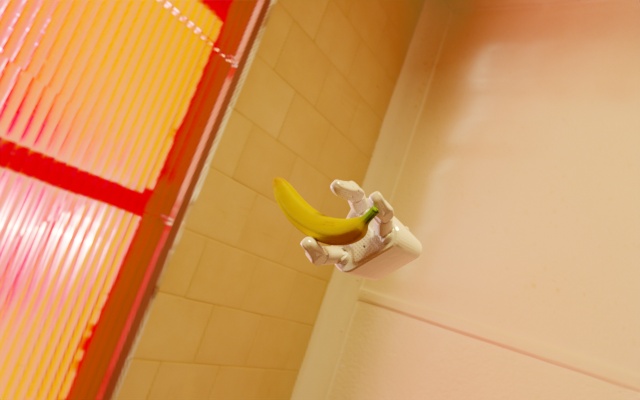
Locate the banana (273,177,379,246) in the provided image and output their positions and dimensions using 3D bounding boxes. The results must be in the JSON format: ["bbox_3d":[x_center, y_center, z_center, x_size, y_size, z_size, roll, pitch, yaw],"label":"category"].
[{"bbox_3d":[-0.004,0.021,0.677,0.197,0.069,0.037,18,-4,38],"label":"banana"}]
